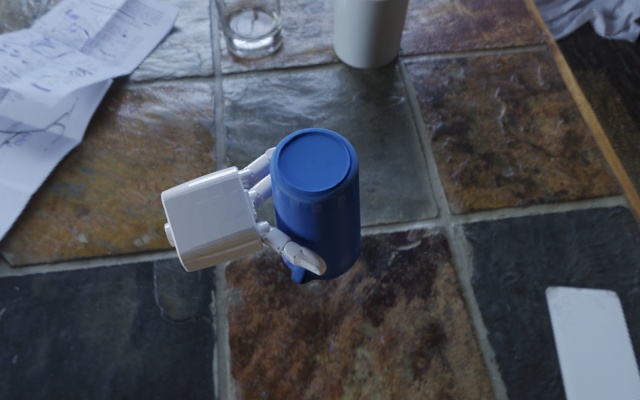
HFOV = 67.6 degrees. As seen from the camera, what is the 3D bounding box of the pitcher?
[{"bbox_3d":[0.000,0.002,0.675,0.145,0.149,0.243,-17,-28,-7],"label":"pitcher"}]
